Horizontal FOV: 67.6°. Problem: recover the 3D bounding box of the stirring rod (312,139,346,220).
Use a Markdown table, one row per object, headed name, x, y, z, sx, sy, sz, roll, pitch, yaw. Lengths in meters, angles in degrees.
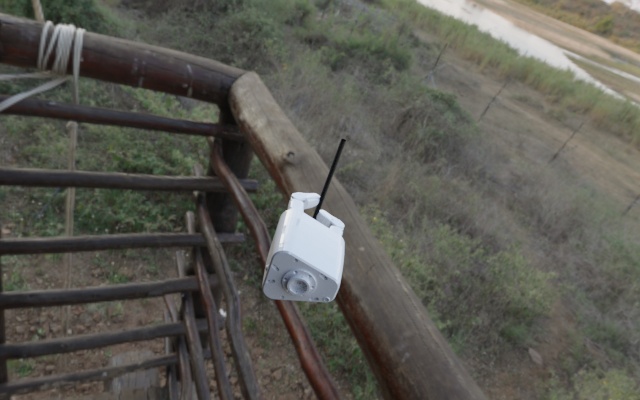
| name | x | y | z | sx | sy | sz | roll | pitch | yaw |
| --- | --- | --- | --- | --- | --- | --- | --- | --- | --- |
| stirring rod | 0.000 | 0.003 | 0.807 | 0.011 | 0.240 | 0.011 | 15 | 31 | -9 |
